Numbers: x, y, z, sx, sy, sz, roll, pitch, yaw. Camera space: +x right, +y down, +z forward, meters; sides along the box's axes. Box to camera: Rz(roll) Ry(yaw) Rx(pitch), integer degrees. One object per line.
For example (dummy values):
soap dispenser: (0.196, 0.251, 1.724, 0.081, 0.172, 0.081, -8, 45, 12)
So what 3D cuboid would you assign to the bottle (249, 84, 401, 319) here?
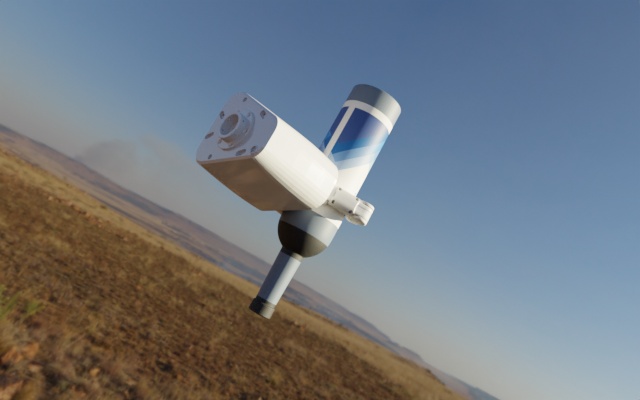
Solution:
bottle: (0.000, 0.002, 0.568, 0.069, 0.295, 0.069, 28, -10, 6)
